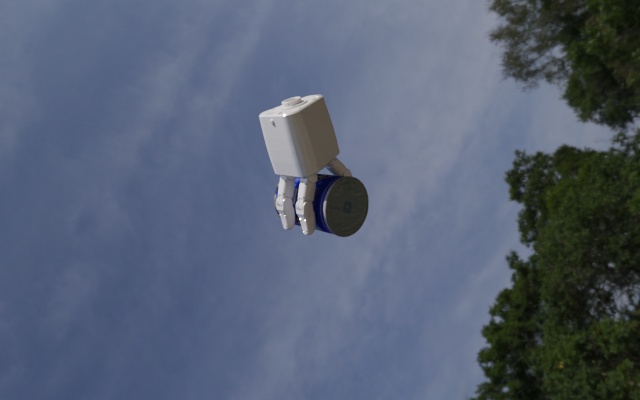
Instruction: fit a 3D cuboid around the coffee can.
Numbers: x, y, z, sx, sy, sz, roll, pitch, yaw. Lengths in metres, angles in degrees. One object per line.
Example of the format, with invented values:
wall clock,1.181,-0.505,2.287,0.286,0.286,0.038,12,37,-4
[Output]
coffee can,0.000,0.003,0.849,0.103,0.103,0.140,0,7,-42
